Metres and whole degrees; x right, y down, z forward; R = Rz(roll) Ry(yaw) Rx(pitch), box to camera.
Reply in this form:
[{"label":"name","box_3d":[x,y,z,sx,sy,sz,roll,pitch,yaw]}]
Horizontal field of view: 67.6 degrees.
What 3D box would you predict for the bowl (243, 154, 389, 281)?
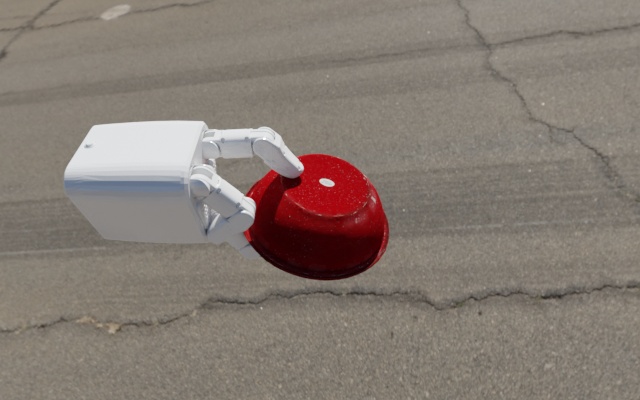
[{"label":"bowl","box_3d":[0.001,0.001,0.494,0.162,0.055,0.162,8,44,-8]}]
